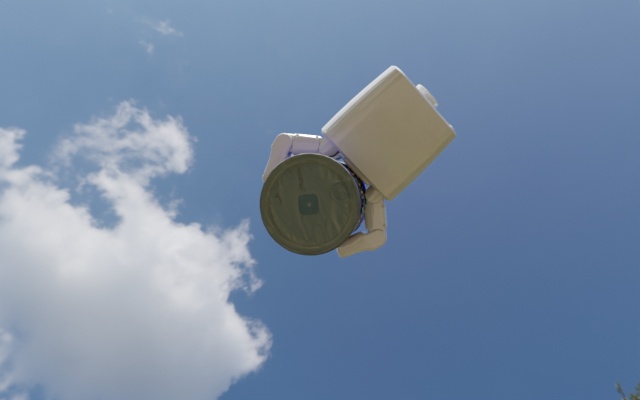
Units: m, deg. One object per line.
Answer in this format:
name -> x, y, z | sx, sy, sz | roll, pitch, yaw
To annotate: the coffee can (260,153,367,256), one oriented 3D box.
coffee can -> 0.000, 0.002, 0.543 | 0.103, 0.103, 0.140 | 0, 2, 10
